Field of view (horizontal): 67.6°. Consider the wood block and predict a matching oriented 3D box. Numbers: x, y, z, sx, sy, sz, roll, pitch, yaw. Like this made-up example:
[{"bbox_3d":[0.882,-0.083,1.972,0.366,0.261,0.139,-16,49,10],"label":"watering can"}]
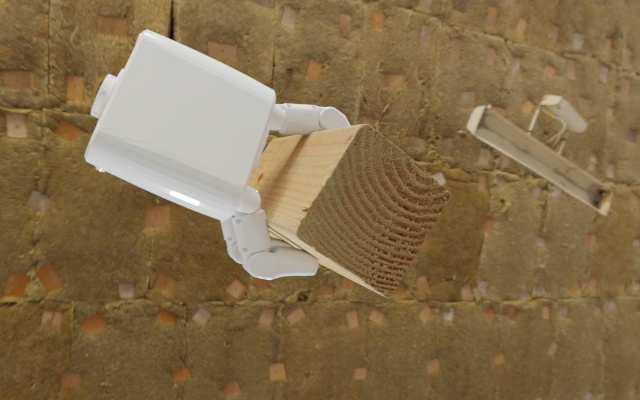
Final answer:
[{"bbox_3d":[0.000,0.001,0.415,0.090,0.091,0.206,36,-9,-21],"label":"wood block"}]
